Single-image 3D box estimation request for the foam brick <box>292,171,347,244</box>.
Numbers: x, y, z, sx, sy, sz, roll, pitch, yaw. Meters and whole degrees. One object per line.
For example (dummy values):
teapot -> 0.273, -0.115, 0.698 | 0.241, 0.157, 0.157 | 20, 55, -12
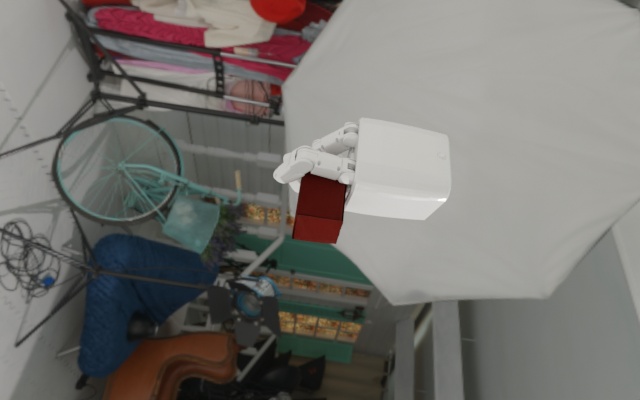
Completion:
foam brick -> 0.000, 0.002, 0.536 | 0.051, 0.078, 0.053 | 10, -35, -4
